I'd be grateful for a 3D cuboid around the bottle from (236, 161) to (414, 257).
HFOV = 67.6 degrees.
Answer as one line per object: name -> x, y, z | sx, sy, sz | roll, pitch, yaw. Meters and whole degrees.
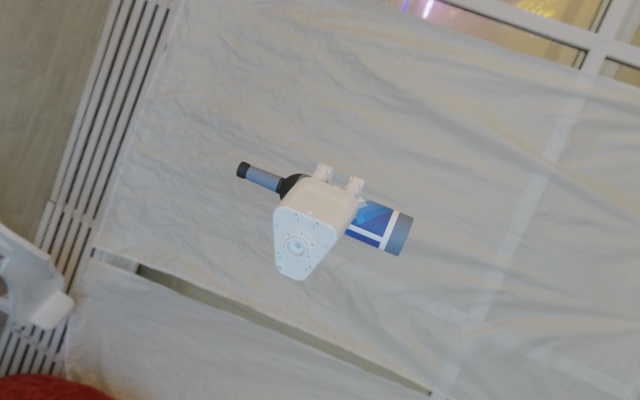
bottle -> 0.000, 0.003, 0.773 | 0.295, 0.069, 0.069 | 22, 4, 9
